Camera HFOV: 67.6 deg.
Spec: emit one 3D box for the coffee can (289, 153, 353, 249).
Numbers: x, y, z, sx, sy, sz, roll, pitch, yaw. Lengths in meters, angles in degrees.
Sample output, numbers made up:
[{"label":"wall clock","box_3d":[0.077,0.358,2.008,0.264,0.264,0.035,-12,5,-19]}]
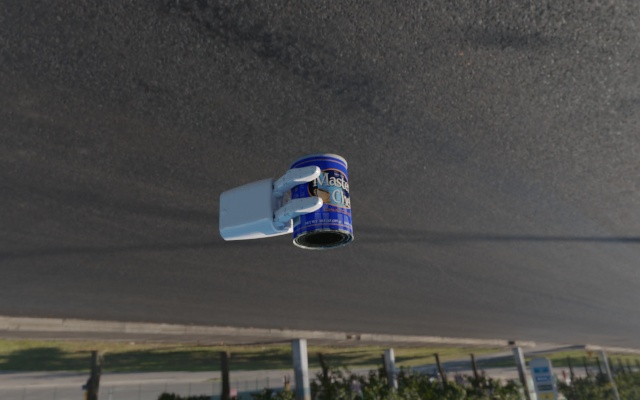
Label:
[{"label":"coffee can","box_3d":[0.000,0.003,0.826,0.103,0.140,0.103,-3,-22,-1]}]
